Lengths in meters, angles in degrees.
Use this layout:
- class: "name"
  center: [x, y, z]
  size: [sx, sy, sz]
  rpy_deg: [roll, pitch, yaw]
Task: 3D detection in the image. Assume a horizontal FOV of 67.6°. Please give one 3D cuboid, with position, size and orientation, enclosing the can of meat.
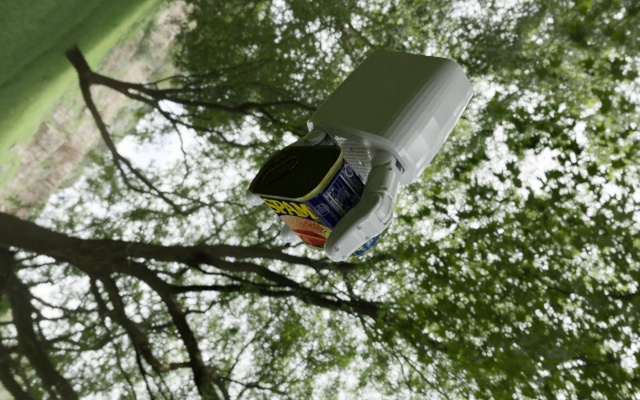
- class: "can of meat"
  center: [0.000, 0.002, 0.416]
  size: [0.102, 0.057, 0.084]
  rpy_deg: [7, -35, 53]
